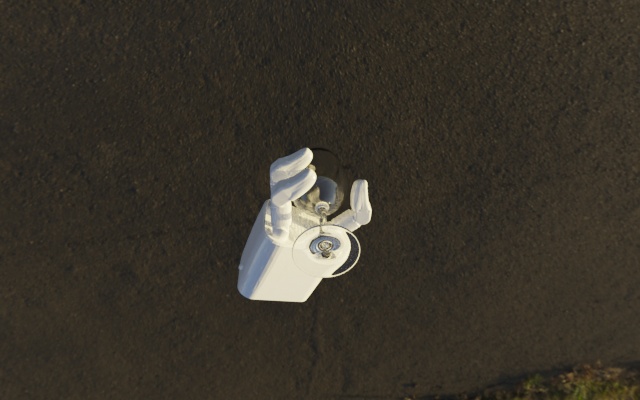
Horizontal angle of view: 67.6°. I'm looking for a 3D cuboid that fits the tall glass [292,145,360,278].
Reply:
[{"bbox_3d":[0.000,0.002,0.597,0.079,0.079,0.201,0,33,-4],"label":"tall glass"}]
